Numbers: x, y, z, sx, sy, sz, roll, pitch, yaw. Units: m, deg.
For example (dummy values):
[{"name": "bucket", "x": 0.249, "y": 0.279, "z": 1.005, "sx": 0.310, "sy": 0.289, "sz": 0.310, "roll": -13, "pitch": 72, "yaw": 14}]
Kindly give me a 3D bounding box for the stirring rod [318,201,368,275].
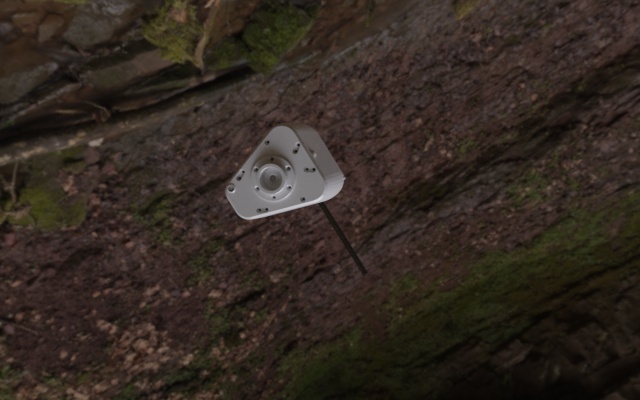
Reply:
[{"name": "stirring rod", "x": 0.000, "y": 0.002, "z": 0.679, "sx": 0.011, "sy": 0.239, "sz": 0.011, "roll": -32, "pitch": 0, "yaw": 0}]
